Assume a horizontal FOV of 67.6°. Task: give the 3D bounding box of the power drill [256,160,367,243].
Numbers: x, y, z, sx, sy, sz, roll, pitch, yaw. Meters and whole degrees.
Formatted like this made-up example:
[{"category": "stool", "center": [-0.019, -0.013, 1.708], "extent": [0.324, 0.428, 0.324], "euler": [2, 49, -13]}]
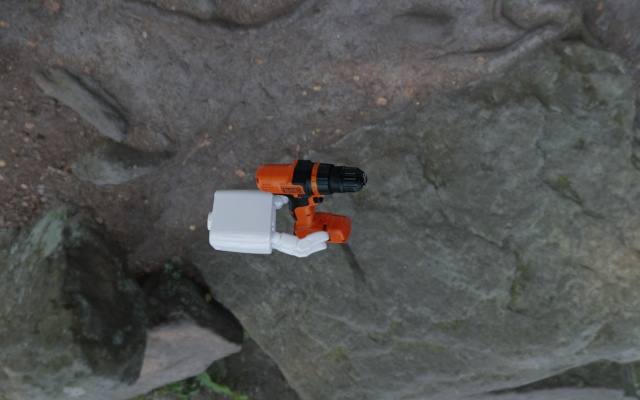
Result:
[{"category": "power drill", "center": [0.000, 0.003, 0.821], "extent": [0.184, 0.057, 0.188], "euler": [4, -35, 19]}]
